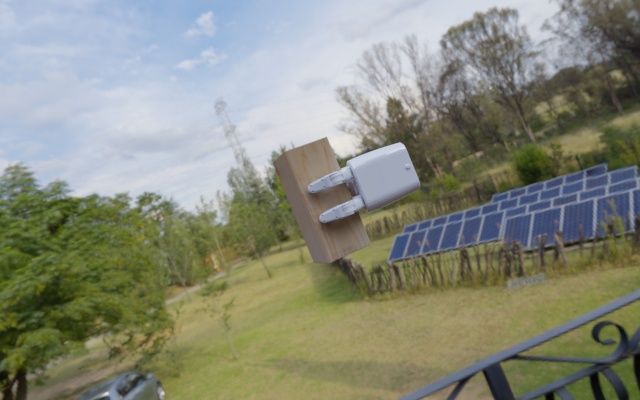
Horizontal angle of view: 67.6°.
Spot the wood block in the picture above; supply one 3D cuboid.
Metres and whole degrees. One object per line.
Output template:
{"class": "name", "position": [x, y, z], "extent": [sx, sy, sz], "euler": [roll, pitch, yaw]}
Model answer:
{"class": "wood block", "position": [0.000, 0.003, 0.869], "extent": [0.090, 0.206, 0.091], "euler": [-22, 0, -19]}
